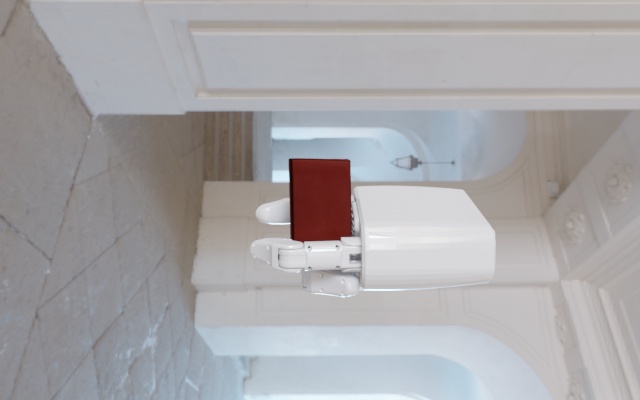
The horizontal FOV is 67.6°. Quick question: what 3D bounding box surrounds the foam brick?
[{"bbox_3d":[0.000,0.001,0.416,0.051,0.078,0.053,-1,6,1],"label":"foam brick"}]
